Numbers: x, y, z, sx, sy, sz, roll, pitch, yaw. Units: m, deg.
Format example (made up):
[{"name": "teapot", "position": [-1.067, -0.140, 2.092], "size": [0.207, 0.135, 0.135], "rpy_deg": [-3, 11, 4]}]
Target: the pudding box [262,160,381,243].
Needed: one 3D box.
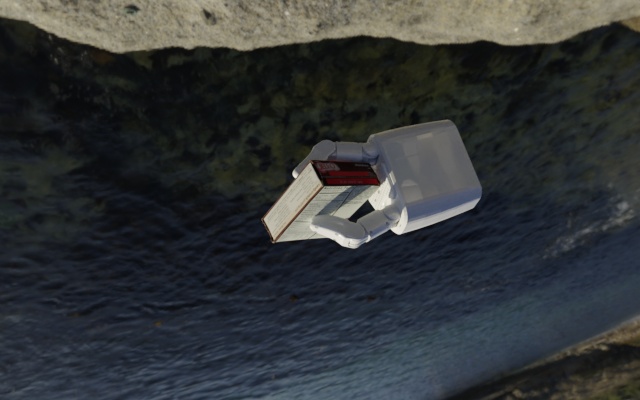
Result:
[{"name": "pudding box", "position": [0.000, 0.002, 0.540], "size": [0.090, 0.039, 0.113], "rpy_deg": [-1, -37, -42]}]
